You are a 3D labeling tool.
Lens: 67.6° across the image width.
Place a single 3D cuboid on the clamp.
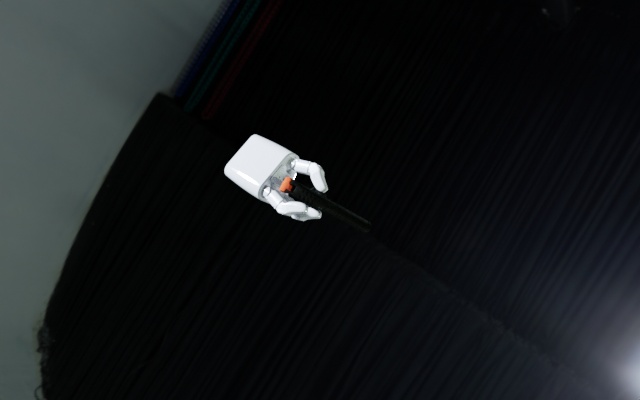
[{"bbox_3d":[0.000,0.002,0.896,0.164,0.036,0.210,29,1,29],"label":"clamp"}]
